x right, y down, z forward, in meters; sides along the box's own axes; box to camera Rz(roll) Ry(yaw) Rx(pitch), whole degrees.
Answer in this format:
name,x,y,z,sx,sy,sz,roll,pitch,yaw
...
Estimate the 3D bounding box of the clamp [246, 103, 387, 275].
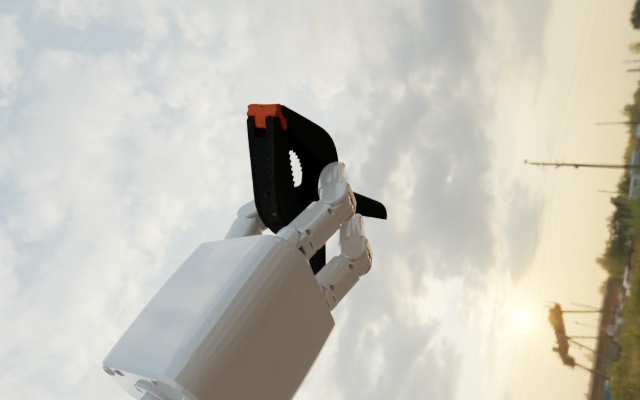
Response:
name,x,y,z,sx,sy,sz,roll,pitch,yaw
clamp,-0.001,0.001,0.400,0.036,0.210,0.164,6,43,32
